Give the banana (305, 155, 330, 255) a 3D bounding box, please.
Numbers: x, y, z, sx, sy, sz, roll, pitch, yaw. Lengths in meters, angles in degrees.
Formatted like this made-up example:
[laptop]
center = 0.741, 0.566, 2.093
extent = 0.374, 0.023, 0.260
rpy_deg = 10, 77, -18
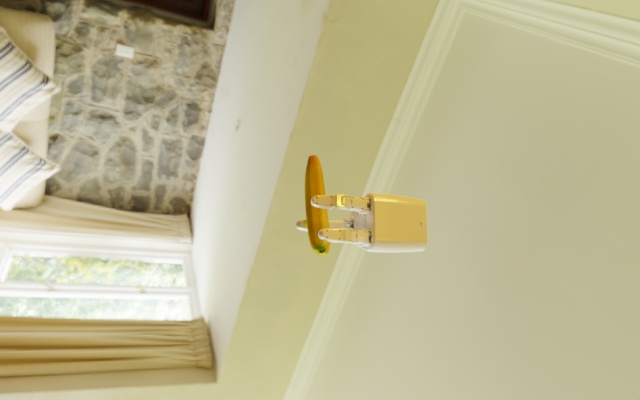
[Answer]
[banana]
center = -0.004, 0.016, 0.811
extent = 0.037, 0.197, 0.070
rpy_deg = 2, -35, -14
